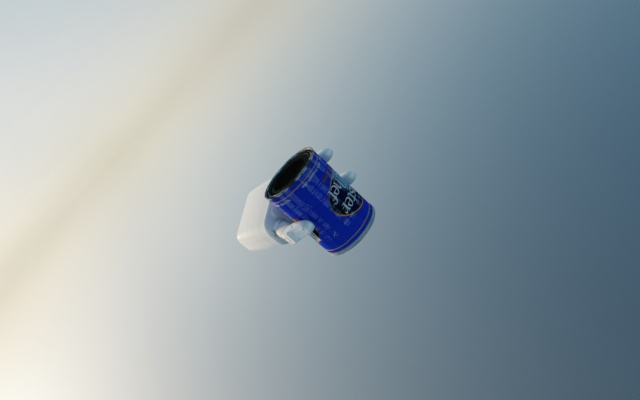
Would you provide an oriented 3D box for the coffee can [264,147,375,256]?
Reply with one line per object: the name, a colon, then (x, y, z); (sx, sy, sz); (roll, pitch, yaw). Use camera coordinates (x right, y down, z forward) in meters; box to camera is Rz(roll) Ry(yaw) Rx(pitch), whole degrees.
coffee can: (0.000, 0.002, 0.730); (0.140, 0.102, 0.103); (42, -18, -21)
